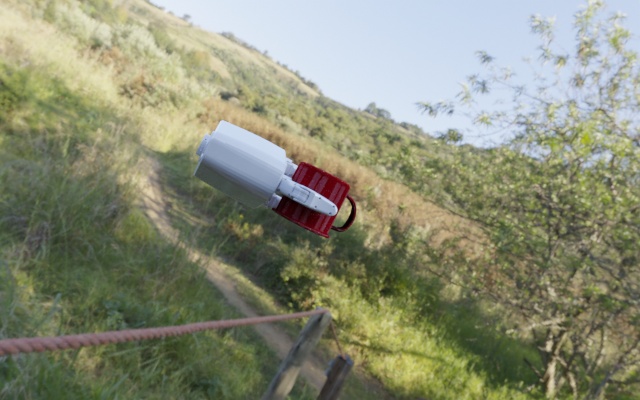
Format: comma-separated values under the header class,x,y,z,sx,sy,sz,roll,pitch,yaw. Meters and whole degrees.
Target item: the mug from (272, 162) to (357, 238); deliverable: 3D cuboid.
class,x,y,z,sx,sy,sz,roll,pitch,yaw
mug,0.001,0.003,0.684,0.117,0.081,0.093,27,1,-16
